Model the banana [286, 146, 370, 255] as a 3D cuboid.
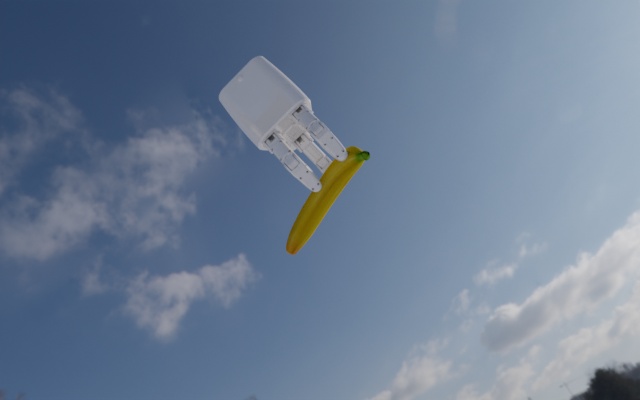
[{"bbox_3d":[0.006,-0.008,0.672,0.037,0.198,0.069,34,28,-2],"label":"banana"}]
